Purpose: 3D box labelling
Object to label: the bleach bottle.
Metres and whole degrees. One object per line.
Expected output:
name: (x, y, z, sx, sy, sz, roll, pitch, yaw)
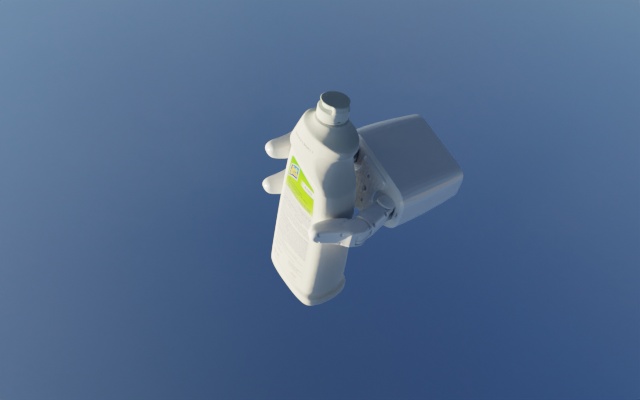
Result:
bleach bottle: (0.000, 0.002, 0.518, 0.068, 0.251, 0.102, -22, 53, -30)
